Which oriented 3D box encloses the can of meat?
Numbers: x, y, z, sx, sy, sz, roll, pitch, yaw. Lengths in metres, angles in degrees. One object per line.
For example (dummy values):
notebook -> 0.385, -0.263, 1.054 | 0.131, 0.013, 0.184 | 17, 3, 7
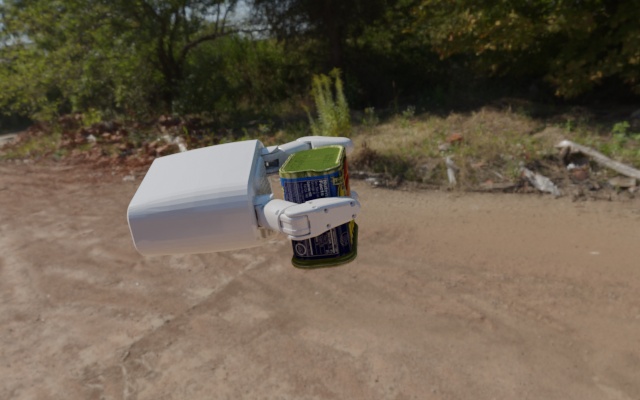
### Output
can of meat -> 0.000, 0.001, 0.428 | 0.057, 0.084, 0.102 | -7, 17, 8
